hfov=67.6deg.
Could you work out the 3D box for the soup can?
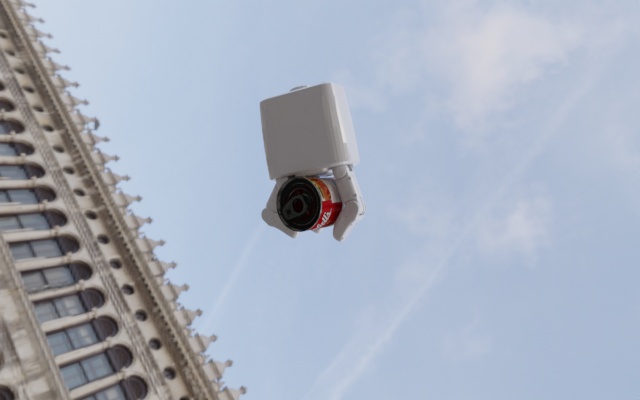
[{"bbox_3d":[0.000,0.002,0.622,0.068,0.068,0.102,0,3,33],"label":"soup can"}]
